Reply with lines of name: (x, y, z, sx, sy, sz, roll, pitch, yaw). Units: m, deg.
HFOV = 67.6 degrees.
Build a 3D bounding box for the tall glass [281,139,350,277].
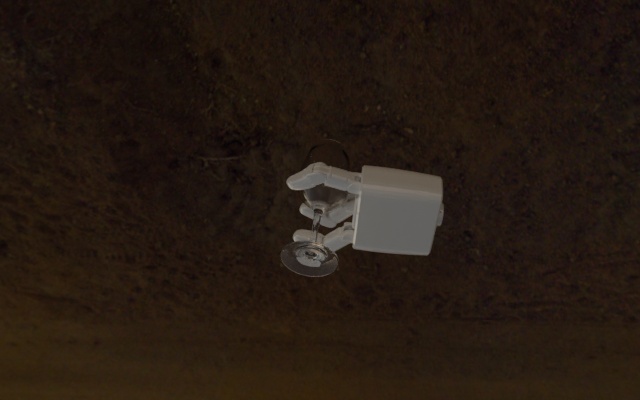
tall glass: (0.000, 0.003, 0.665, 0.079, 0.200, 0.079, 6, -42, 5)
